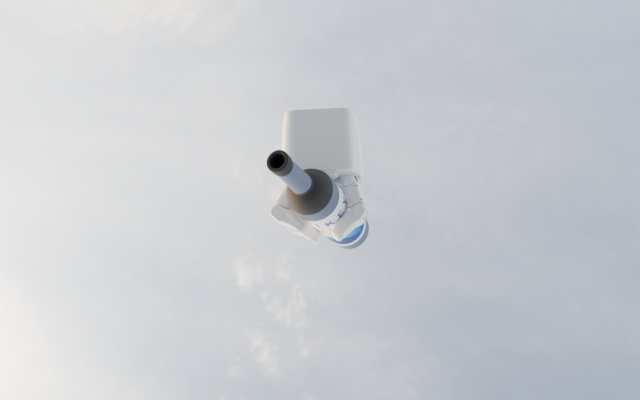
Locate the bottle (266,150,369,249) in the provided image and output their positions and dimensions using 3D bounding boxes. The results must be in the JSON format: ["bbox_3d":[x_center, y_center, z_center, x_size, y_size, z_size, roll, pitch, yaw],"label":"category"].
[{"bbox_3d":[0.000,0.002,0.666,0.069,0.069,0.296,0,-19,20],"label":"bottle"}]
